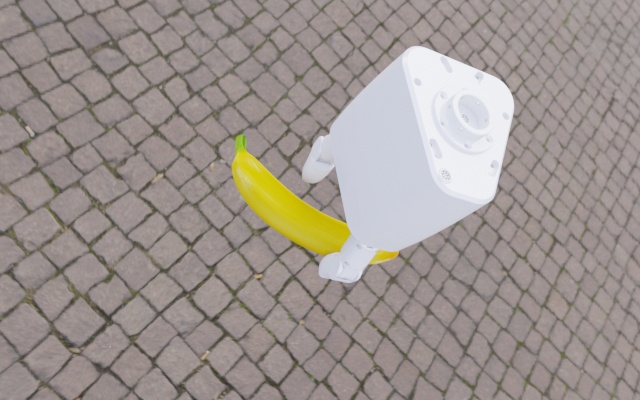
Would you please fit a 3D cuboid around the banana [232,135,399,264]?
[{"bbox_3d":[-0.011,0.012,0.451,0.198,0.069,0.037,37,-35,-6],"label":"banana"}]
